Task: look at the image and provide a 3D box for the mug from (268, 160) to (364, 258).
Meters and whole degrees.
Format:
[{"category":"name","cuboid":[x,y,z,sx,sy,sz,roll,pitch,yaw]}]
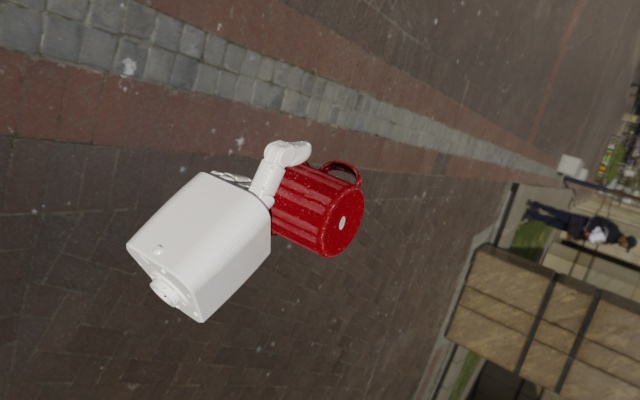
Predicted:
[{"category":"mug","cuboid":[0.001,0.001,0.515,0.081,0.093,0.117,24,56,30]}]
